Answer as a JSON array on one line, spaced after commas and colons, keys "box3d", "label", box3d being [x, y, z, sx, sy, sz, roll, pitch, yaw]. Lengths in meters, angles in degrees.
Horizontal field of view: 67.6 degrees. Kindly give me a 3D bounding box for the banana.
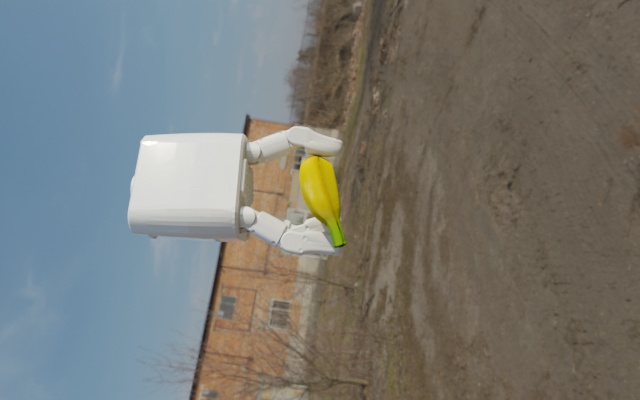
[{"box3d": [-0.002, -0.015, 0.511, 0.037, 0.070, 0.197, -7, 17, 0], "label": "banana"}]
